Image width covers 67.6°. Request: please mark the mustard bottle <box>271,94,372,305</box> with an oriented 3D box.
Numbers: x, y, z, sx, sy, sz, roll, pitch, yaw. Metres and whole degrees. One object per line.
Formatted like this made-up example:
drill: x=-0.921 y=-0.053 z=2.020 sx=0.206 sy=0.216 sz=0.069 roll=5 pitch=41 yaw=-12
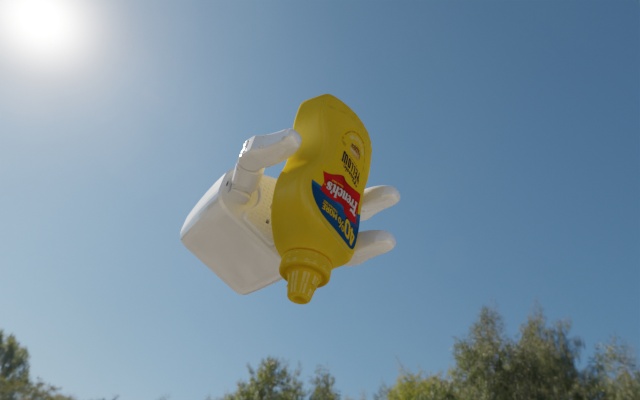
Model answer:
mustard bottle: x=0.000 y=0.001 z=0.417 sx=0.058 sy=0.191 sz=0.096 roll=-11 pitch=-45 yaw=29
